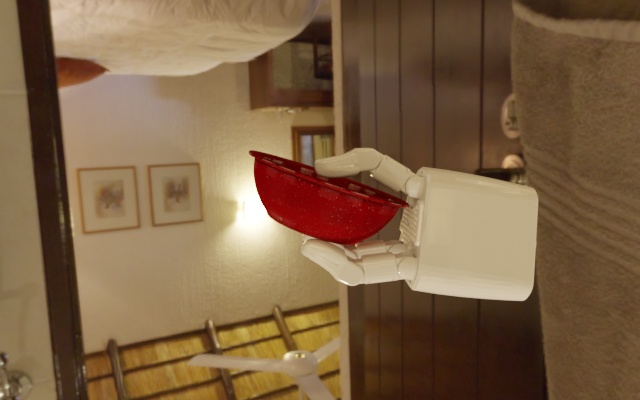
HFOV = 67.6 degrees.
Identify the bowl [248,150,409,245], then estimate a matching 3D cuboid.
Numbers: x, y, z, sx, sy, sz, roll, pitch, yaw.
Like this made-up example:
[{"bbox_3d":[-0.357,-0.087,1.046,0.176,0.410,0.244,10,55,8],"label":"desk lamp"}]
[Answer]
[{"bbox_3d":[-0.001,0.001,0.464,0.162,0.055,0.162,19,6,-2],"label":"bowl"}]
